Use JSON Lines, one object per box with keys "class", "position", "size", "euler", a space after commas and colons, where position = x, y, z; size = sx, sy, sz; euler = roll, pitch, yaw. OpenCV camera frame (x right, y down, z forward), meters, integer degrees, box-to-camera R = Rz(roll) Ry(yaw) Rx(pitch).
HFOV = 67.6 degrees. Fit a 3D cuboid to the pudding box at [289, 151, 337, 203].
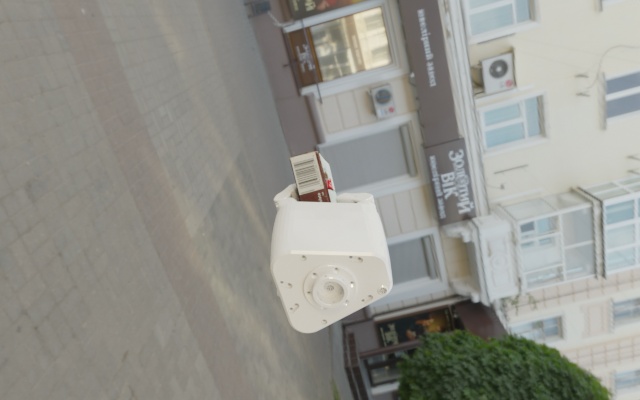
{"class": "pudding box", "position": [0.000, 0.002, 0.592], "size": [0.039, 0.113, 0.090], "euler": [-13, -6, 7]}
